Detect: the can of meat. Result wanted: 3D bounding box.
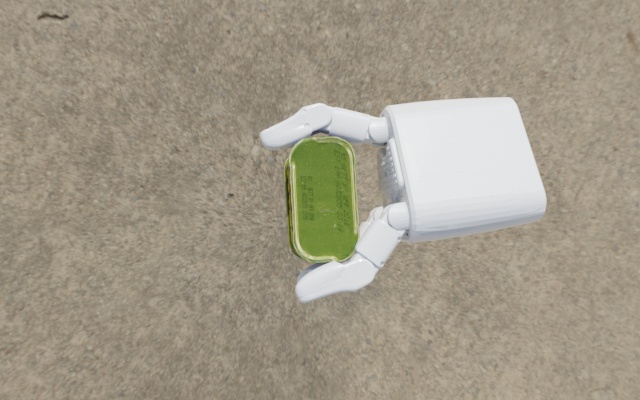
[{"bbox_3d":[0.000,0.001,0.400,0.057,0.102,0.084,-3,-3,-5],"label":"can of meat"}]
